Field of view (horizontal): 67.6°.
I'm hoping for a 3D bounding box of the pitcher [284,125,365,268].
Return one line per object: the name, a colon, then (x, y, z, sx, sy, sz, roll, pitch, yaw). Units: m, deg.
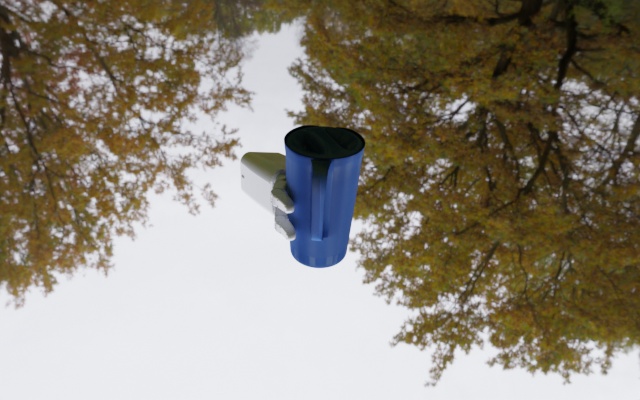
pitcher: (0.000, 0.003, 0.833, 0.149, 0.243, 0.145, -24, 41, -36)
